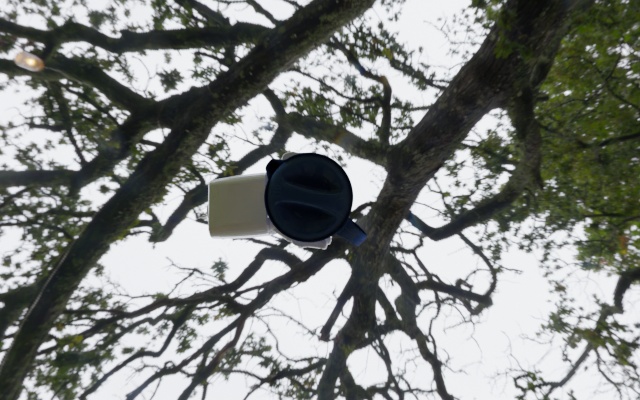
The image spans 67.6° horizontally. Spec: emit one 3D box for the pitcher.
[{"bbox_3d":[0.000,0.003,0.815,0.145,0.149,0.243,-7,-1,6],"label":"pitcher"}]
